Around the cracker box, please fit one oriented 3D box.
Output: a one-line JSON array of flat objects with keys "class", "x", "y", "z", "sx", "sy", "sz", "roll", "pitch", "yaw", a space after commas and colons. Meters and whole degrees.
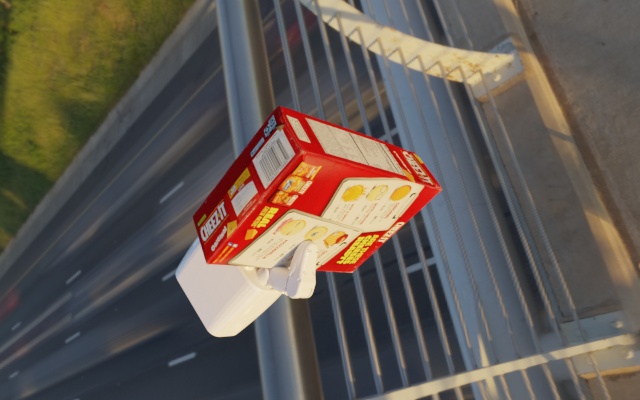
[{"class": "cracker box", "x": 0.000, "y": 0.002, "z": 0.511, "sx": 0.214, "sy": 0.072, "sz": 0.164, "roll": 10, "pitch": -47, "yaw": -44}]
